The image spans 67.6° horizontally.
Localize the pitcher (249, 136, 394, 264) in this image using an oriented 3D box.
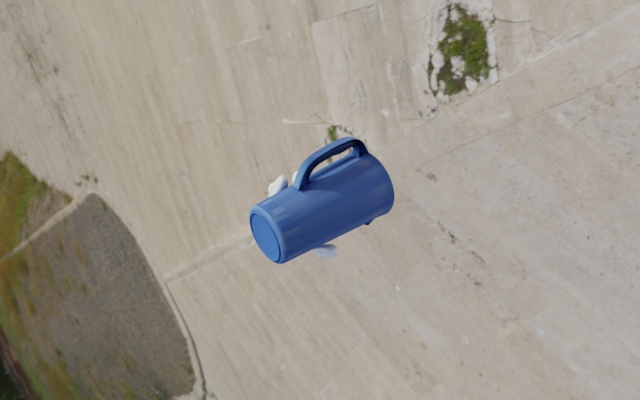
[{"bbox_3d":[0.000,0.003,0.835,0.243,0.149,0.145,-27,-9,-29],"label":"pitcher"}]
